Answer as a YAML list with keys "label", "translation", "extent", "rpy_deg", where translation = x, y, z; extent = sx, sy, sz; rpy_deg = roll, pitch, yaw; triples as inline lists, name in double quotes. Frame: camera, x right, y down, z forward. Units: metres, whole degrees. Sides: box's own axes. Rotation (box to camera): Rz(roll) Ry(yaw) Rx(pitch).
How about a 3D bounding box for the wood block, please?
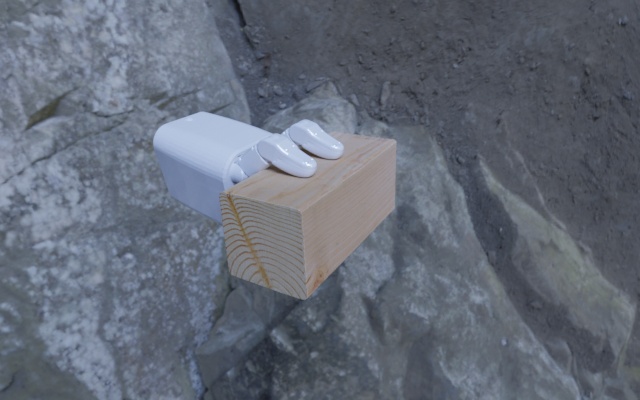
- label: "wood block"
  translation: [0.000, 0.002, 0.501]
  extent: [0.090, 0.091, 0.206]
  rpy_deg: [12, 29, 28]
